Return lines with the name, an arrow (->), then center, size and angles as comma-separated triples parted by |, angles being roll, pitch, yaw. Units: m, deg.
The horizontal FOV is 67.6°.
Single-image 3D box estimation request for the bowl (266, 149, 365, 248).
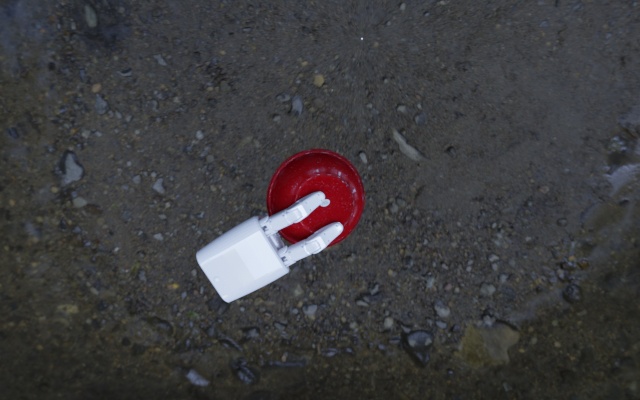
bowl -> 0.001, 0.002, 0.733 | 0.162, 0.162, 0.055 | 0, 8, -14
